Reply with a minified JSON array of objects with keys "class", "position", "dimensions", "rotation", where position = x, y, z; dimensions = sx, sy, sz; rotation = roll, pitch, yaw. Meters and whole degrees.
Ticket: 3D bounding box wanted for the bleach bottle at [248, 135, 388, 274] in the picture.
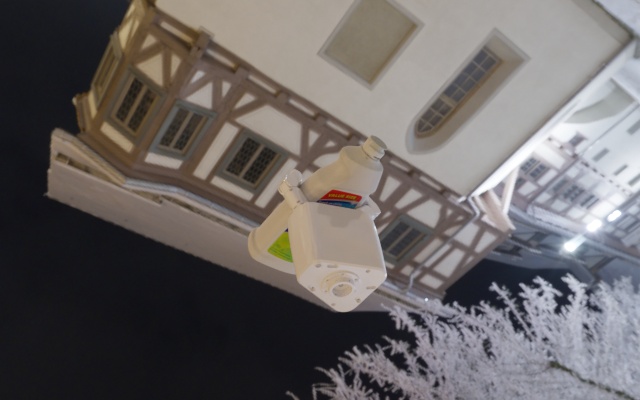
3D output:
[{"class":"bleach bottle","position":[0.000,0.002,0.698],"dimensions":[0.102,0.251,0.068],"rotation":[26,31,-26]}]
